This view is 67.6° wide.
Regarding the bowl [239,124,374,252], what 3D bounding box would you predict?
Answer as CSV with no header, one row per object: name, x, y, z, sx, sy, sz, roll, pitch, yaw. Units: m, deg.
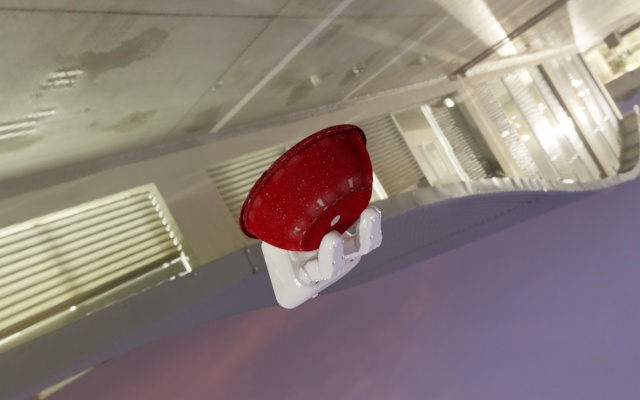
bowl,0.000,0.001,0.482,0.055,0.162,0.162,49,23,22
